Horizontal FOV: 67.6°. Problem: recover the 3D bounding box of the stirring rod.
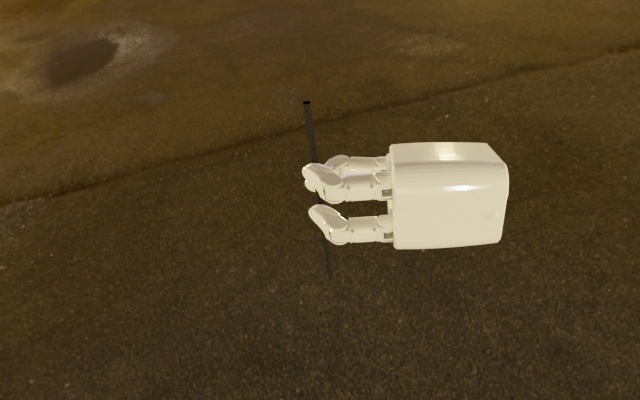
[{"bbox_3d":[0.000,0.002,0.530,0.011,0.240,0.011,-5,37,4],"label":"stirring rod"}]
